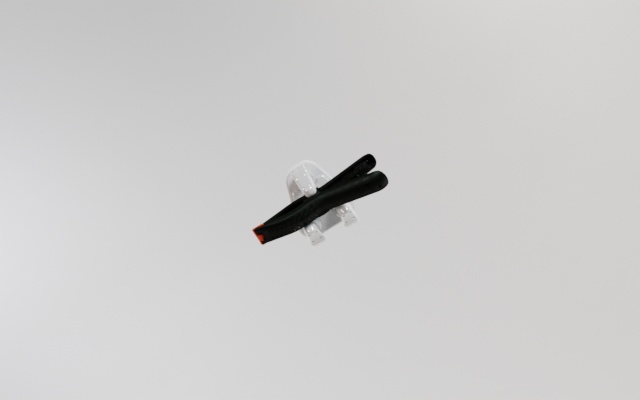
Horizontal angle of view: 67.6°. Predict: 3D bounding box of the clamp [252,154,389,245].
[{"bbox_3d":[-0.001,0.002,0.661,0.210,0.036,0.164,-31,10,1],"label":"clamp"}]
